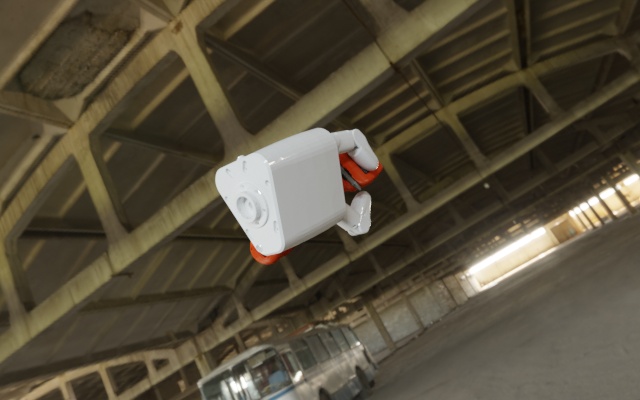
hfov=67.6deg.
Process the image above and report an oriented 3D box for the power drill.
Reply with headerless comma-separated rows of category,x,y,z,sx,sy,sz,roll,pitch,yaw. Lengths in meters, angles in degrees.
power drill,0.000,0.002,0.669,0.188,0.057,0.184,-45,-2,24
